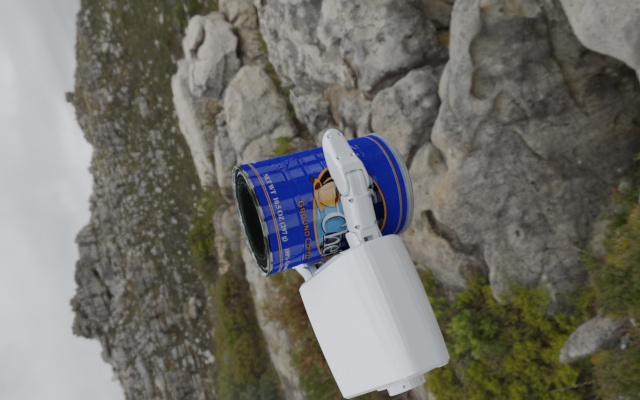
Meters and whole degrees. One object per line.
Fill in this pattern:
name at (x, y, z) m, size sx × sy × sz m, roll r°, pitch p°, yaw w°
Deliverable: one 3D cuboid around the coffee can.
coffee can at (0.000, 0.001, 0.447) m, size 0.140 × 0.103 × 0.103 m, roll -15°, pitch 5°, yaw -19°
